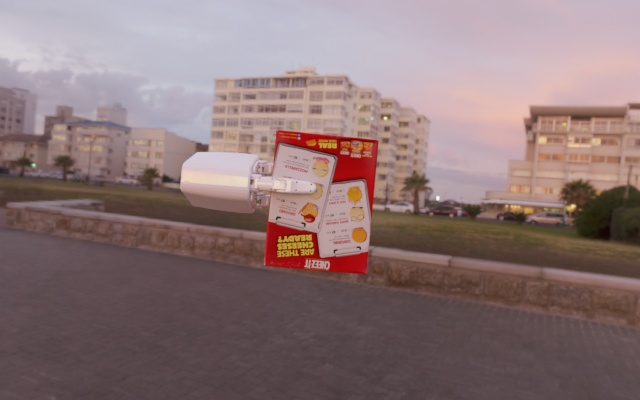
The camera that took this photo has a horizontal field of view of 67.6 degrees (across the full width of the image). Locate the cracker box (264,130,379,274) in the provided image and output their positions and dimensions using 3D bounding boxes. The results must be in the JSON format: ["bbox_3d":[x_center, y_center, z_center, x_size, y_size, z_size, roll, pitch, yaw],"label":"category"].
[{"bbox_3d":[0.000,0.002,0.772,0.164,0.213,0.072,5,0,-2],"label":"cracker box"}]
